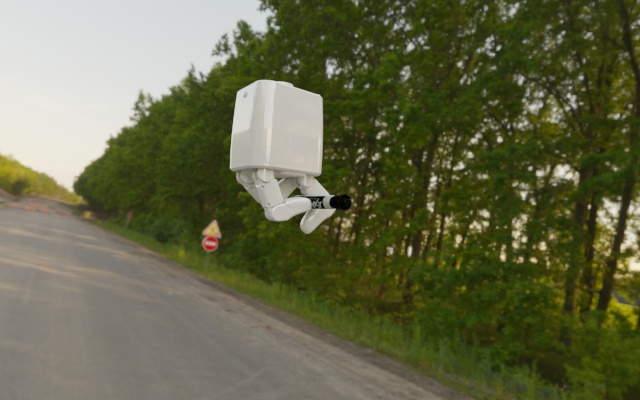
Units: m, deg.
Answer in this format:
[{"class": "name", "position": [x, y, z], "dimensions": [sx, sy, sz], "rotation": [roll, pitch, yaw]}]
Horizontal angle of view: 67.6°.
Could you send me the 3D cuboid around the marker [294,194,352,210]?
[{"class": "marker", "position": [0.000, 0.002, 0.601], "dimensions": [0.020, 0.020, 0.121], "rotation": [0, 0, -31]}]
